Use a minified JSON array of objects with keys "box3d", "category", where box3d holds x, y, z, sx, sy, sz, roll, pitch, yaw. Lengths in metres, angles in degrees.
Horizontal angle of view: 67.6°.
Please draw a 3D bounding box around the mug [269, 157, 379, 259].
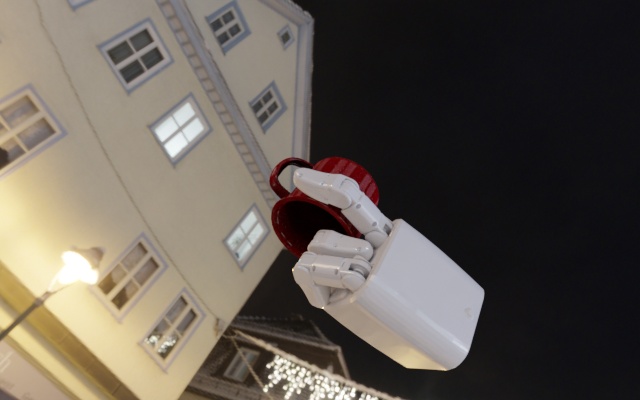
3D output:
[{"box3d":[-0.001,0.001,0.490,0.093,0.117,0.081,-47,5,49],"category":"mug"}]
